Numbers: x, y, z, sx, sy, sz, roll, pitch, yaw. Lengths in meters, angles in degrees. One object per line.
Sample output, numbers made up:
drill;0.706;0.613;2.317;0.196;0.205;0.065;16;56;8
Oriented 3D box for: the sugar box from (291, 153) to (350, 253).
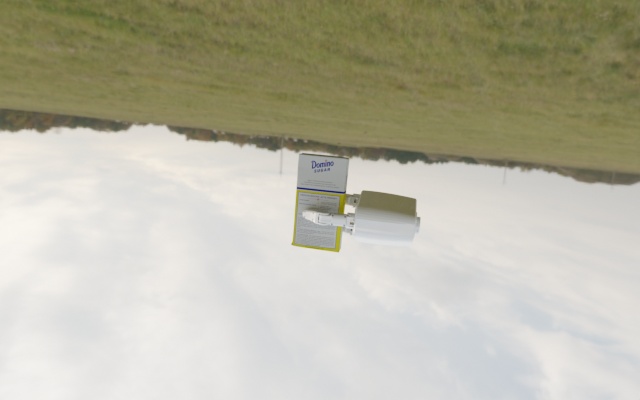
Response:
sugar box;0.000;0.003;0.894;0.093;0.176;0.048;7;7;8
